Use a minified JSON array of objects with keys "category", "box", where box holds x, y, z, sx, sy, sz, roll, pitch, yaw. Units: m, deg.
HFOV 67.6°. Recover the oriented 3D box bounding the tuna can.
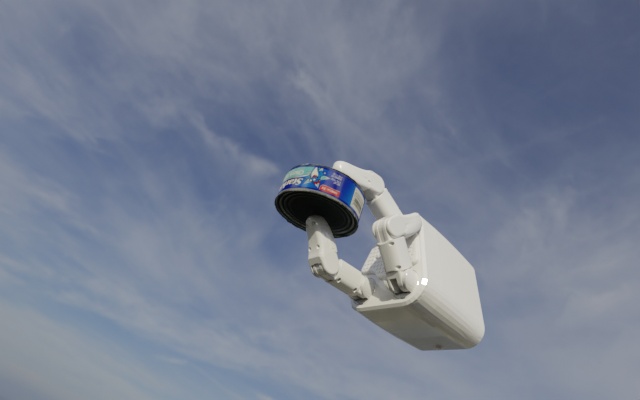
[{"category":"tuna can","box":[0.000,0.001,0.475,0.086,0.033,0.086,15,-29,9]}]
